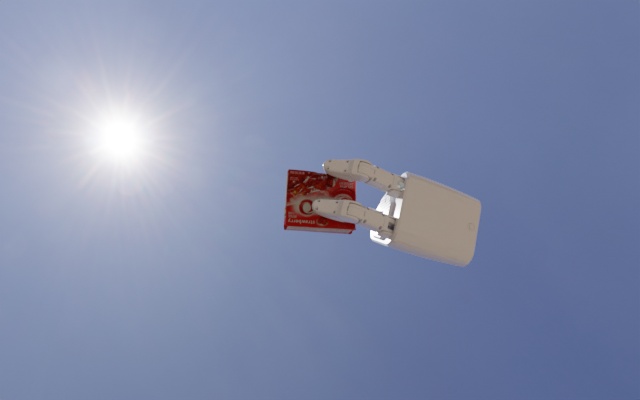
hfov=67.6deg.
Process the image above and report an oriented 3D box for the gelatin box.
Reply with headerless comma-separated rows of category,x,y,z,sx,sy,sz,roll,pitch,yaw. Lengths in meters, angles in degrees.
gelatin box,0.000,0.002,0.601,0.089,0.073,0.030,4,-16,-8
